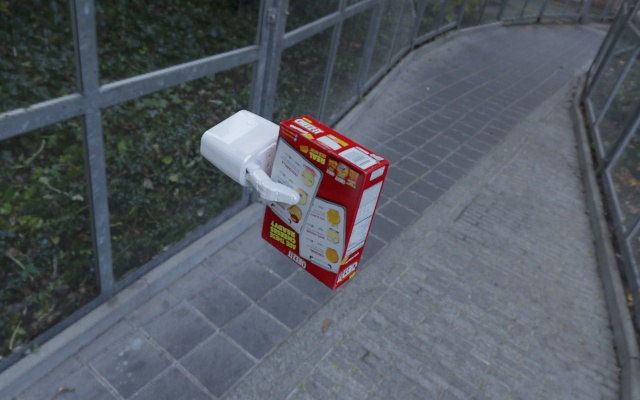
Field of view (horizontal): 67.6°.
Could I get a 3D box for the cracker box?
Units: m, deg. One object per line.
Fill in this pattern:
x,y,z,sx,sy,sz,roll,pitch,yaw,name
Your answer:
0.000,0.002,0.728,0.164,0.214,0.072,33,38,28,cracker box
